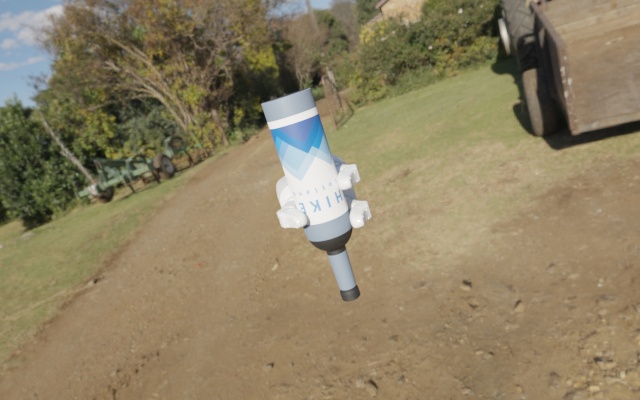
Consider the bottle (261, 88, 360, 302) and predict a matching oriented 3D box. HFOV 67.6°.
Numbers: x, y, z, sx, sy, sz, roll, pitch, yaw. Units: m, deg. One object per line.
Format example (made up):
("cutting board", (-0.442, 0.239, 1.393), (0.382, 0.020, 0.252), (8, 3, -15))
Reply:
("bottle", (0.000, 0.002, 0.645), (0.069, 0.296, 0.069), (-17, 15, 5))
